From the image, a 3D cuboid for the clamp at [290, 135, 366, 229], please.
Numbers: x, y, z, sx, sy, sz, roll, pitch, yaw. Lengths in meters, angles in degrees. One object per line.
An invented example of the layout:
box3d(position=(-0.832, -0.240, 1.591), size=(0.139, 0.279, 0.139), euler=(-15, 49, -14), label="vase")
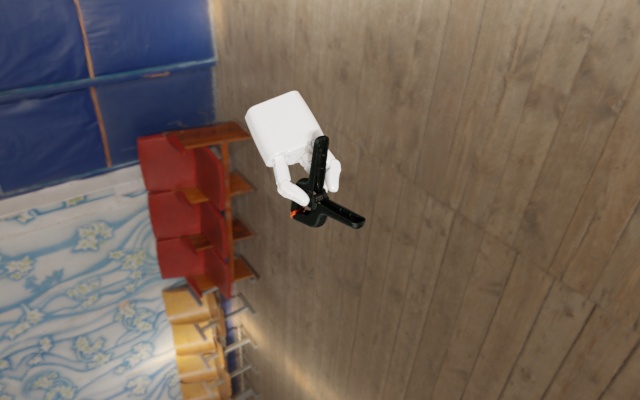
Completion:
box3d(position=(-0.001, 0.003, 0.849), size=(0.036, 0.164, 0.210), euler=(-19, -15, -30), label="clamp")
